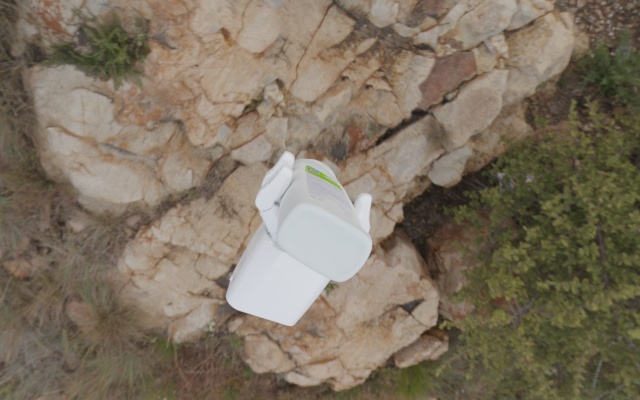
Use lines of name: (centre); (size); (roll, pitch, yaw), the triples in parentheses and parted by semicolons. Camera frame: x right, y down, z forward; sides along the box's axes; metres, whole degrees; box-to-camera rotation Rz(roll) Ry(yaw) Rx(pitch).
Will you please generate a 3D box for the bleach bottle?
bleach bottle: (0.000, 0.002, 0.610); (0.102, 0.068, 0.250); (32, 16, -12)
